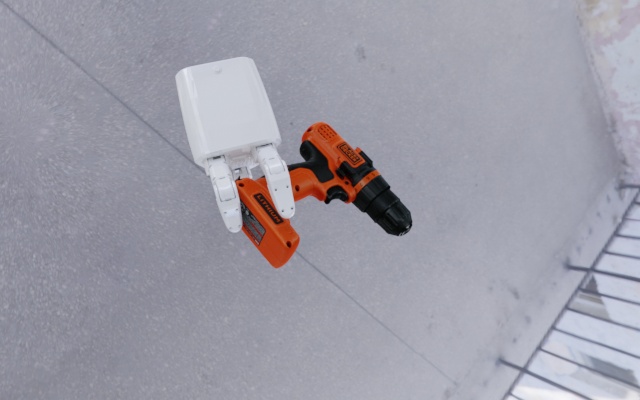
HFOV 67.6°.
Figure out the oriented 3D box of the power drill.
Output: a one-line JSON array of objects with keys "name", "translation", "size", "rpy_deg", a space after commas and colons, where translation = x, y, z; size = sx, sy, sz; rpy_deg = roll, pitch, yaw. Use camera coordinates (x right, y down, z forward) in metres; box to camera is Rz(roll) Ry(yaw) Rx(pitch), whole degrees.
[{"name": "power drill", "translation": [0.000, 0.002, 0.567], "size": [0.187, 0.184, 0.057], "rpy_deg": [-31, -20, -38]}]
